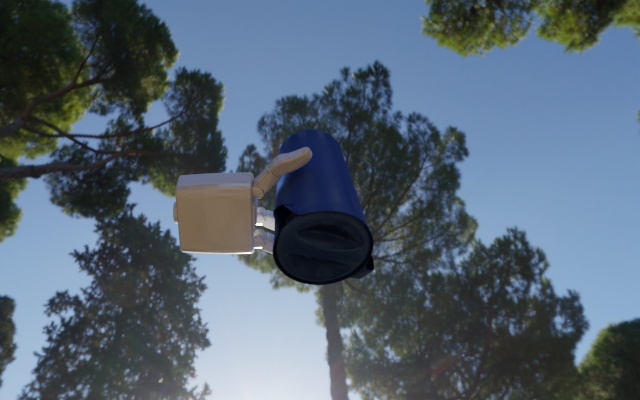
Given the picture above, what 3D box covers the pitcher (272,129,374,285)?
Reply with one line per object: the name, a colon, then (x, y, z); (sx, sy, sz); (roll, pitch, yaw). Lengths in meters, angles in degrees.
pitcher: (0.000, 0.002, 0.718); (0.145, 0.149, 0.242); (-3, 38, -4)
